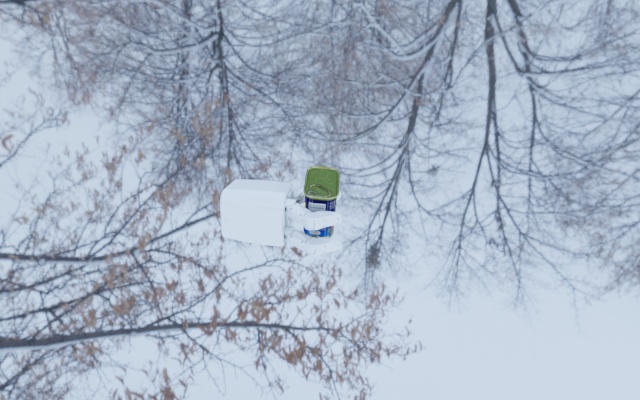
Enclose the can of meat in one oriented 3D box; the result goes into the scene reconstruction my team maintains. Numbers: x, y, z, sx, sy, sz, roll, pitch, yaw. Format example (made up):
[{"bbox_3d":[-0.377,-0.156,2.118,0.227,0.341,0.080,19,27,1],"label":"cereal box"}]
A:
[{"bbox_3d":[0.000,0.003,0.807,0.057,0.084,0.102,5,33,0],"label":"can of meat"}]
